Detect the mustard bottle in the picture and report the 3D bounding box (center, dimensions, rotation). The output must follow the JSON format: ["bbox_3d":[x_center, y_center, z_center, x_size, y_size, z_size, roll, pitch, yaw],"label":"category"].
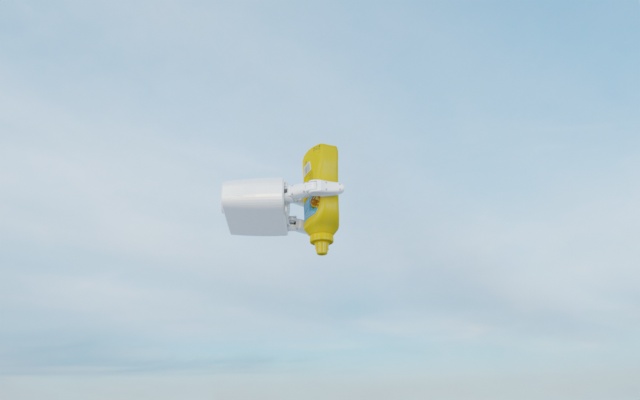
[{"bbox_3d":[0.000,0.003,0.840,0.058,0.191,0.096,9,-25,-22],"label":"mustard bottle"}]
